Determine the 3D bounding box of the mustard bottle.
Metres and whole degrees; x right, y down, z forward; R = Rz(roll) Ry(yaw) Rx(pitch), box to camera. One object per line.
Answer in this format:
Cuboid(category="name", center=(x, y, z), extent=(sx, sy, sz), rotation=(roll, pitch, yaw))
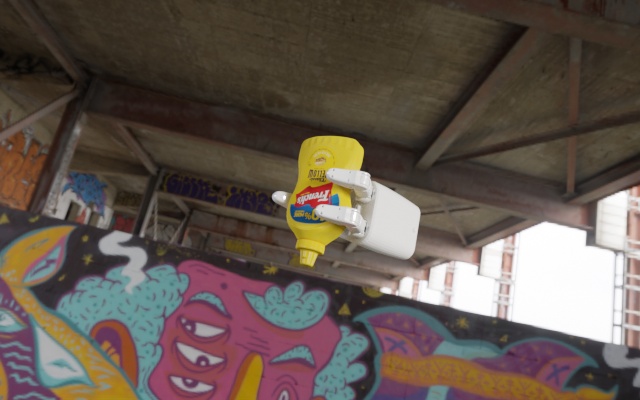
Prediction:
Cuboid(category="mustard bottle", center=(0.000, 0.002, 0.700), extent=(0.096, 0.191, 0.058), rotation=(4, -18, 27))
